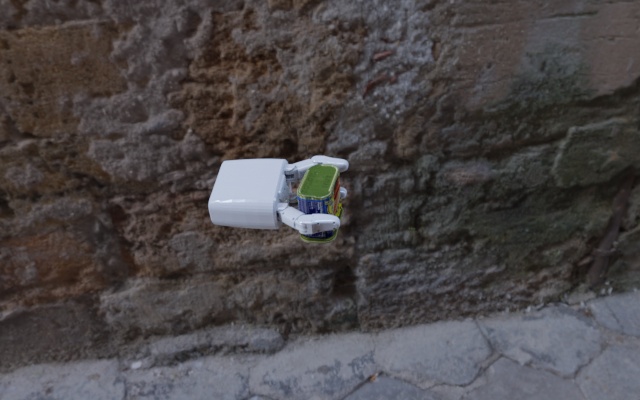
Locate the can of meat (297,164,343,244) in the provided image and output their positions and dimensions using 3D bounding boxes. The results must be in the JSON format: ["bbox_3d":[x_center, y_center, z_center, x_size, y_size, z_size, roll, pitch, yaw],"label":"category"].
[{"bbox_3d":[0.000,0.002,0.742,0.057,0.084,0.102,3,35,12],"label":"can of meat"}]
